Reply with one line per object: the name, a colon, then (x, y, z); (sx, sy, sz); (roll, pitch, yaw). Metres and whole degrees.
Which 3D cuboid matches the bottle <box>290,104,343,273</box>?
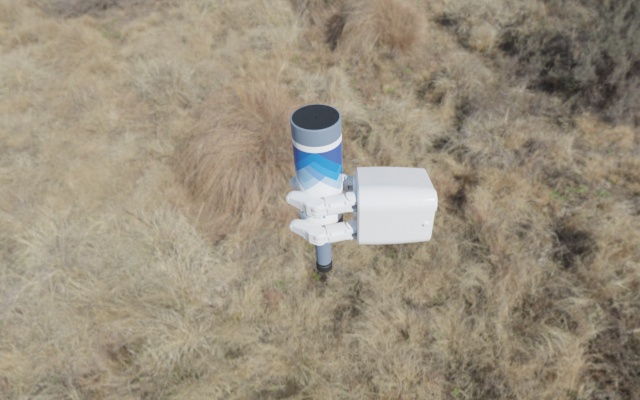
bottle: (0.000, 0.002, 0.712); (0.069, 0.296, 0.069); (-2, 42, 2)
